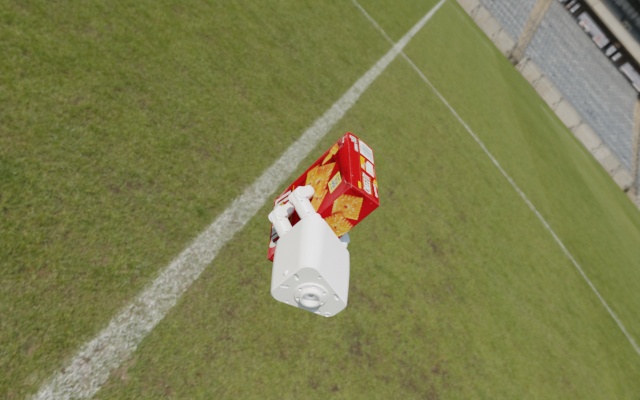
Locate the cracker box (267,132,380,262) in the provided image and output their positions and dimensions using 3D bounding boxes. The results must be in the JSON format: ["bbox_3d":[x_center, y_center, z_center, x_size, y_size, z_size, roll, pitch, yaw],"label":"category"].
[{"bbox_3d":[0.000,0.003,0.832,0.072,0.164,0.214,35,-58,-24],"label":"cracker box"}]
